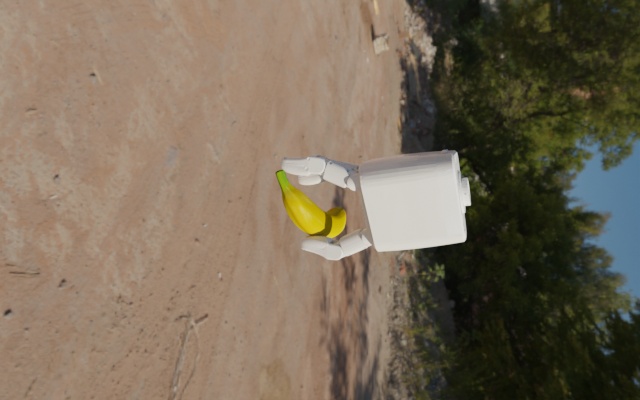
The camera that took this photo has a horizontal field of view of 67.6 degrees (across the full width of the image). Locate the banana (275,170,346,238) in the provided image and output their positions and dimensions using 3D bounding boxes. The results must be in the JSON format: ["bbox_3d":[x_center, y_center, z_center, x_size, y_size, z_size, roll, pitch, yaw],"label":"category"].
[{"bbox_3d":[-0.001,0.019,0.645,0.037,0.069,0.198,-8,-19,21],"label":"banana"}]
